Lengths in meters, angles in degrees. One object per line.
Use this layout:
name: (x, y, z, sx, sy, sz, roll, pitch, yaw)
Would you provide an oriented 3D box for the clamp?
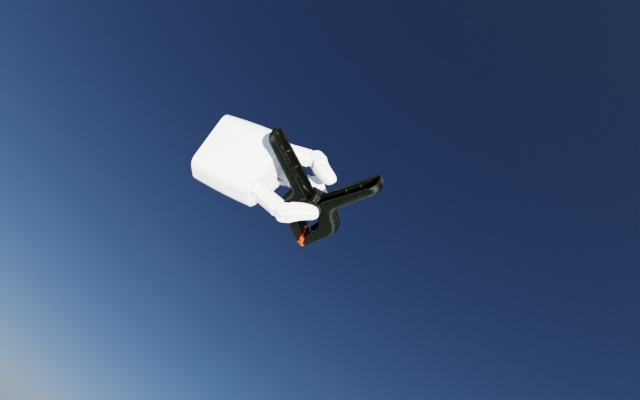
clamp: (-0.001, 0.003, 0.689, 0.164, 0.036, 0.210, 23, -39, 14)
